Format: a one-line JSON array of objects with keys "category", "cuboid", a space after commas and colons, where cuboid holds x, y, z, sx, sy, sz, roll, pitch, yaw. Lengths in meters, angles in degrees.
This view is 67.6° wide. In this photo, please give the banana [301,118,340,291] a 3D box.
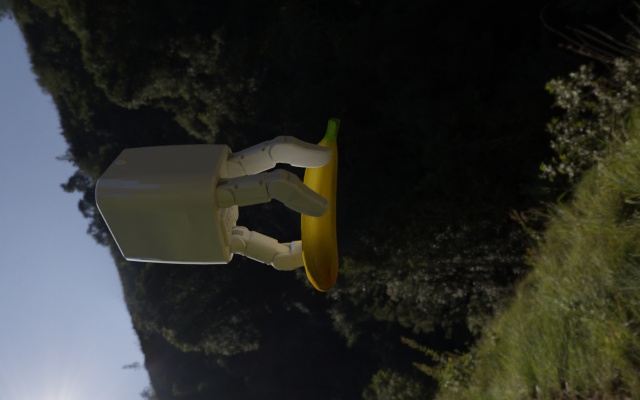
[{"category": "banana", "cuboid": [-0.001, 0.009, 0.480, 0.037, 0.197, 0.070, 2, -34, -2]}]
